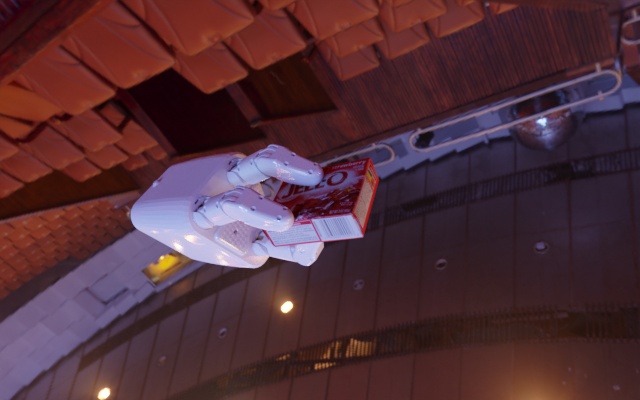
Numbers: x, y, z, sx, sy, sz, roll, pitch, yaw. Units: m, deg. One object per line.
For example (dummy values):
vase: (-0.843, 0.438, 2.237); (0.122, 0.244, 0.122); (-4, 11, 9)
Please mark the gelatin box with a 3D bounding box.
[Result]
gelatin box: (0.001, 0.002, 0.415); (0.089, 0.030, 0.073); (-9, 38, 27)
